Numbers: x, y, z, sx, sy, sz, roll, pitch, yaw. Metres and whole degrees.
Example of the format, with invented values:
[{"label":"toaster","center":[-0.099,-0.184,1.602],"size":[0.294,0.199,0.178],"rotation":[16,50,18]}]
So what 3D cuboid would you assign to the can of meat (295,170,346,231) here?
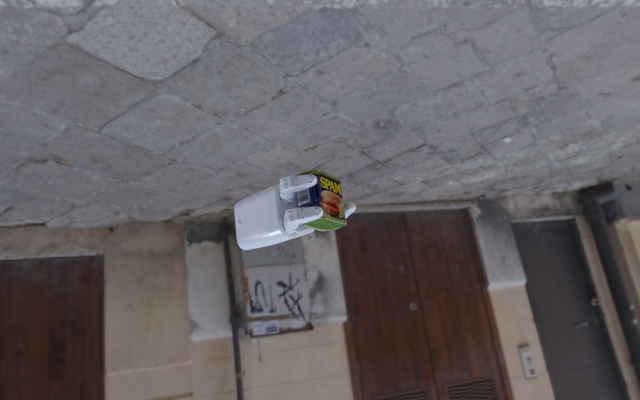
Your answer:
[{"label":"can of meat","center":[0.000,0.003,0.820],"size":[0.057,0.084,0.102],"rotation":[-17,-19,28]}]
